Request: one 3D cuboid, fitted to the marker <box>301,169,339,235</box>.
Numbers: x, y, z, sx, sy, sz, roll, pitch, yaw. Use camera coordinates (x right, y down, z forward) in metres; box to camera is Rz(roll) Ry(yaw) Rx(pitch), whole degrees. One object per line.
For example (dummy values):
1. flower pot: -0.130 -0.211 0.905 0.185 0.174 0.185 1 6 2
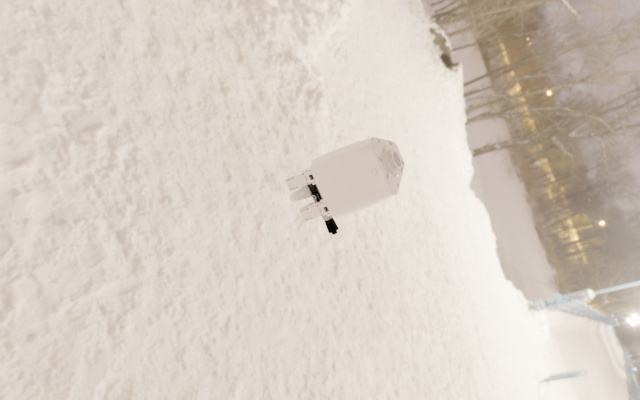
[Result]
1. marker: 0.000 0.003 0.807 0.020 0.121 0.020 -24 9 4
